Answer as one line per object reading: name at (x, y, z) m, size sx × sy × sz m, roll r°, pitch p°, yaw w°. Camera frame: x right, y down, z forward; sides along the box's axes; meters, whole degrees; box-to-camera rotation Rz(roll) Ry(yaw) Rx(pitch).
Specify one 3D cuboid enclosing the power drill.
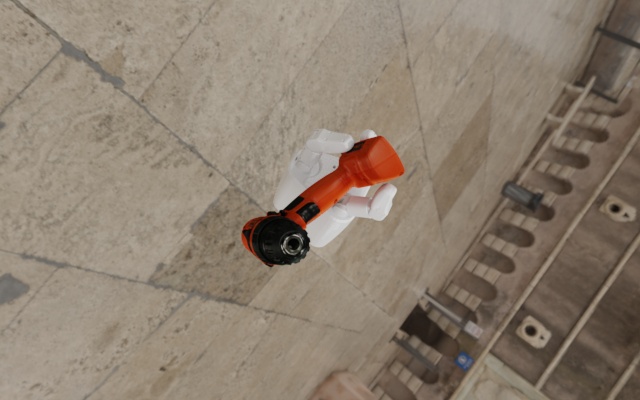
power drill at (0.000, 0.002, 0.529) m, size 0.187 × 0.057 × 0.184 m, roll -36°, pitch 11°, yaw -16°
